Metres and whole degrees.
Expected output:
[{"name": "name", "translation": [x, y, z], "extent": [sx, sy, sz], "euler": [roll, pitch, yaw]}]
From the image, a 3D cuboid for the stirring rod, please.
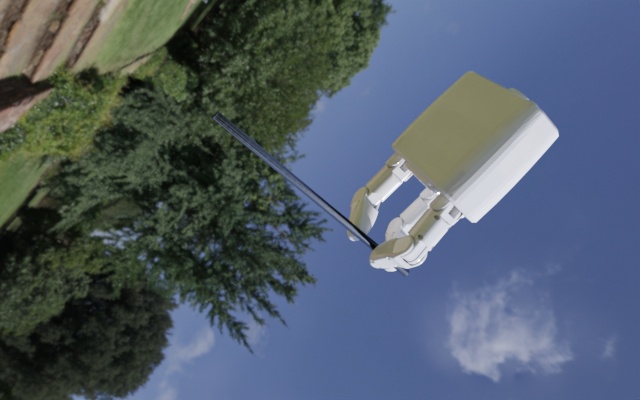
[{"name": "stirring rod", "translation": [0.000, 0.001, 0.434], "extent": [0.239, 0.011, 0.011], "euler": [40, -17, -22]}]
